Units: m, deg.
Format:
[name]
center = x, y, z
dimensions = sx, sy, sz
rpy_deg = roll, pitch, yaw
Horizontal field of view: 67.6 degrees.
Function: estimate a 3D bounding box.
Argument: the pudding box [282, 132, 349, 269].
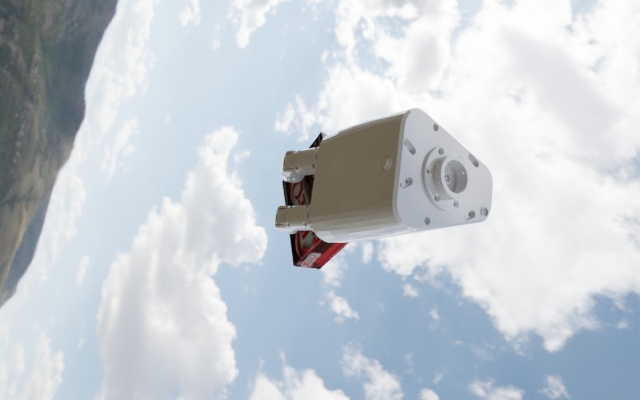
[pudding box]
center = 0.000, 0.002, 0.495
dimensions = 0.039, 0.113, 0.090
rpy_deg = 15, -42, -29
